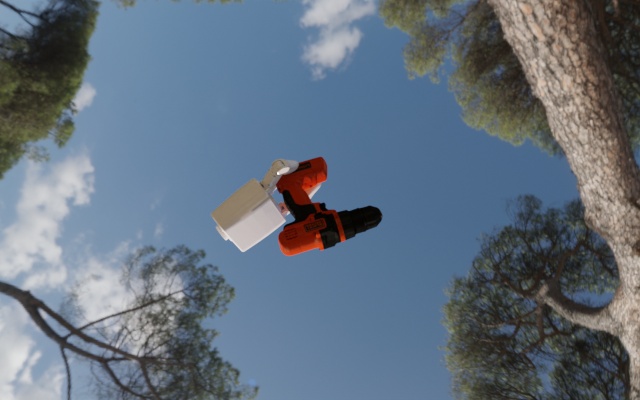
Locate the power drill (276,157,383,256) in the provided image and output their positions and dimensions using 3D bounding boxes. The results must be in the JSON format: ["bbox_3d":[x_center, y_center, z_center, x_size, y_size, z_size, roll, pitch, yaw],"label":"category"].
[{"bbox_3d":[0.000,0.003,0.866,0.184,0.057,0.187,-16,46,-5],"label":"power drill"}]
